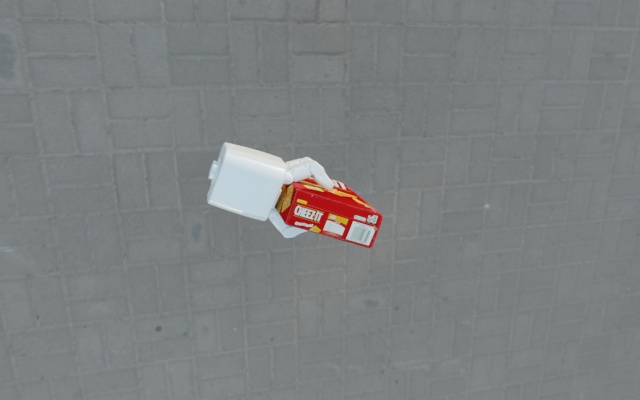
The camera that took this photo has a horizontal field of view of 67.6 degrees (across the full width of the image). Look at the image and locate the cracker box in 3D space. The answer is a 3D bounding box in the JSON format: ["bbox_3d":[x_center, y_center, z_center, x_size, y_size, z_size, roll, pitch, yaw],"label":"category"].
[{"bbox_3d":[0.000,0.003,0.884,0.164,0.072,0.213,17,11,-18],"label":"cracker box"}]
